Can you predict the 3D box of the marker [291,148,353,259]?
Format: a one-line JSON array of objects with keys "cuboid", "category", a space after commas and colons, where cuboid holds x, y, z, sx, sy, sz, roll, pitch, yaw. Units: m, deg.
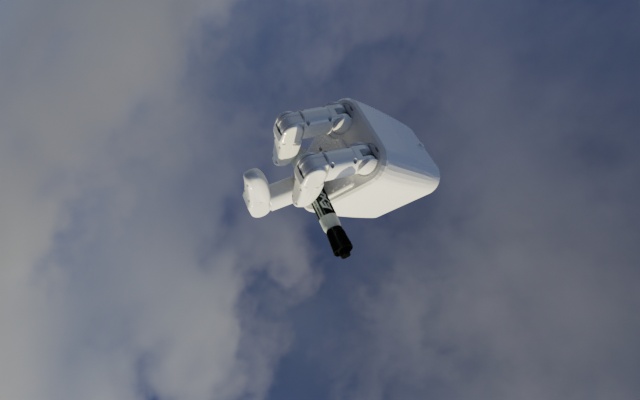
[{"cuboid": [0.000, 0.001, 0.449, 0.020, 0.121, 0.020, -19, -30, -11], "category": "marker"}]
